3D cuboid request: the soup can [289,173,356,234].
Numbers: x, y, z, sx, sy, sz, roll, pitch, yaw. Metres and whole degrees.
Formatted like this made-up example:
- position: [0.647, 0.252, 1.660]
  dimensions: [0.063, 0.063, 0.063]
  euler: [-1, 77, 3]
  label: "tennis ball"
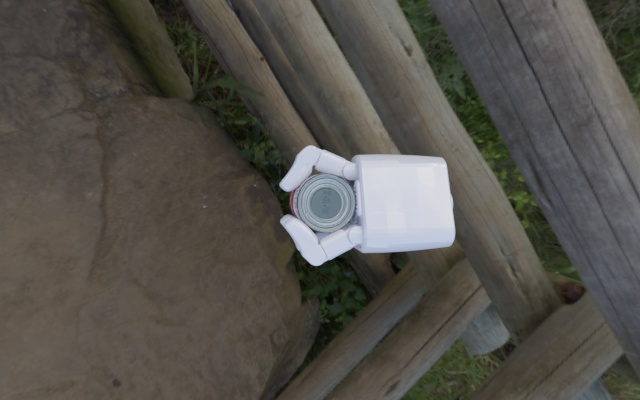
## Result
- position: [0.000, 0.002, 0.571]
  dimensions: [0.068, 0.068, 0.102]
  euler: [0, 2, -8]
  label: "soup can"
